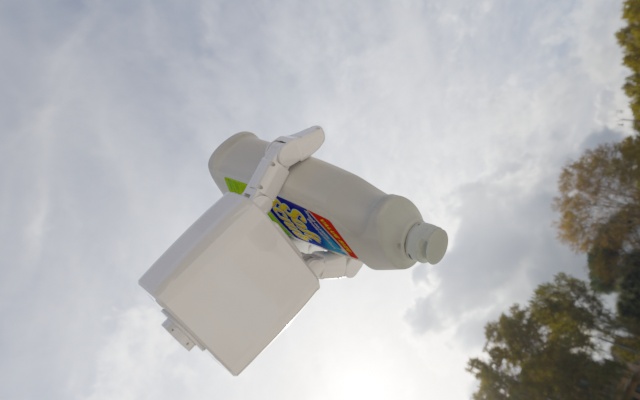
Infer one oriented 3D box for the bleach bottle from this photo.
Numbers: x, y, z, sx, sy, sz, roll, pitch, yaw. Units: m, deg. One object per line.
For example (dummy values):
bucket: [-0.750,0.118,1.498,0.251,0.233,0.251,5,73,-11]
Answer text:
bleach bottle: [0.000,0.001,0.438,0.251,0.103,0.068,18,54,45]
